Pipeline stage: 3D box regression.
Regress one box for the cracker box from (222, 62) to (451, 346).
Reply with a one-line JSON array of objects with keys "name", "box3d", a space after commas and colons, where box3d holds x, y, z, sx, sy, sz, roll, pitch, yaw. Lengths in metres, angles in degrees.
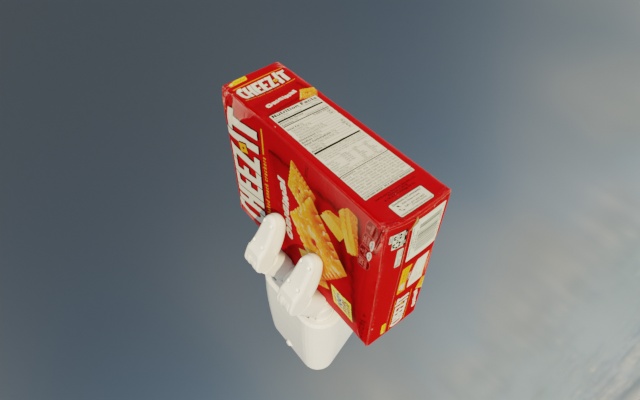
[{"name": "cracker box", "box3d": [0.000, 0.001, 0.431, 0.072, 0.164, 0.213, -30, 54, -26]}]
